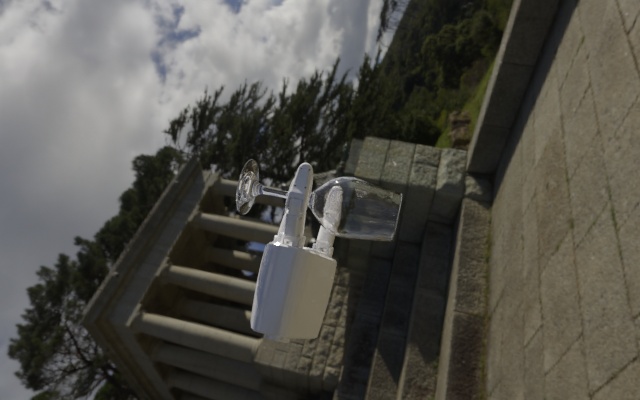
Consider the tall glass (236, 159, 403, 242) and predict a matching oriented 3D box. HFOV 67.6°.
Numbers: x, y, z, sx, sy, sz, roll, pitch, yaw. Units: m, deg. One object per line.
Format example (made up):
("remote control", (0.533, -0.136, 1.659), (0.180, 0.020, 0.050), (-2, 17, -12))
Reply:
("tall glass", (-0.001, 0.002, 0.608), (0.201, 0.079, 0.079), (11, 2, 10))
